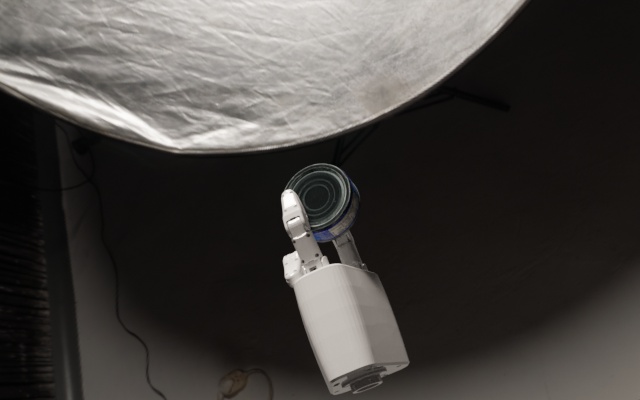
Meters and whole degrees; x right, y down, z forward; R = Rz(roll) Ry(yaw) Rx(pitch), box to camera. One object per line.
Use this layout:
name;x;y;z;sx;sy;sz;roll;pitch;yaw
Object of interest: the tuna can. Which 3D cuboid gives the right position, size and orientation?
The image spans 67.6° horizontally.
tuna can;0.000;0.001;0.543;0.086;0.086;0.034;0;-24;24
